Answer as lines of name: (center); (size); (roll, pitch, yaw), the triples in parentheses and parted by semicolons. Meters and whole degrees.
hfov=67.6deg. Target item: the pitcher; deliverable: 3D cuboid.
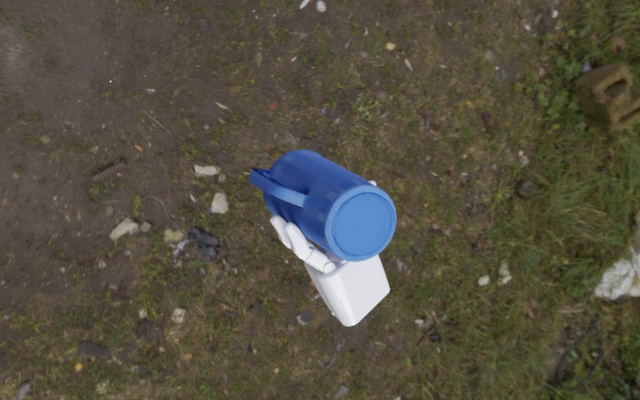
pitcher: (0.000, 0.003, 0.728); (0.149, 0.145, 0.242); (-29, 23, -15)
